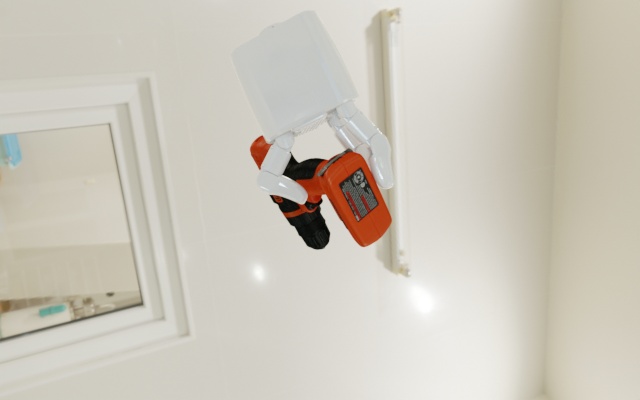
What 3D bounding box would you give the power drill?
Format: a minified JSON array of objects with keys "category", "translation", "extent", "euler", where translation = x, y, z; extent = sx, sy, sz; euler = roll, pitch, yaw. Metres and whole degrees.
[{"category":"power drill","translation":[0.000,0.002,0.593],"extent":[0.057,0.184,0.187],"euler":[-42,28,-23]}]
